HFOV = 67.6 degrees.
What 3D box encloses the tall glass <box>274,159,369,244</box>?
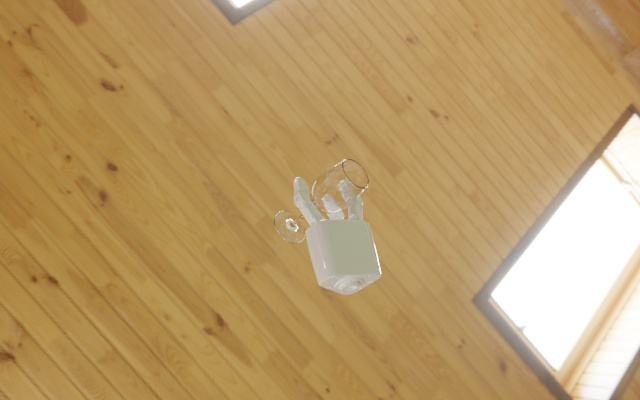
[{"bbox_3d":[0.000,0.003,0.892,0.079,0.079,0.201,0,-31,-46],"label":"tall glass"}]
